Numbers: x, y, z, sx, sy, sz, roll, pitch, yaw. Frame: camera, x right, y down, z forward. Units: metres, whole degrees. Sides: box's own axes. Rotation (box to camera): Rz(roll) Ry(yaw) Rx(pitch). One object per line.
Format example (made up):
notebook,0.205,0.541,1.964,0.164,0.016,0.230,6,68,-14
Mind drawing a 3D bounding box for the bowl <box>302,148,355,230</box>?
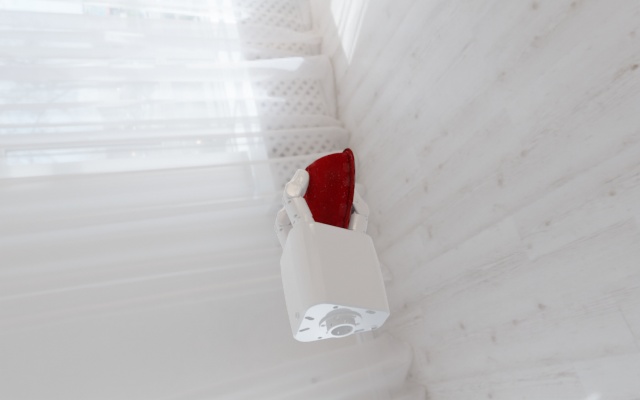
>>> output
bowl,0.000,0.001,0.664,0.055,0.162,0.162,10,-2,-10
